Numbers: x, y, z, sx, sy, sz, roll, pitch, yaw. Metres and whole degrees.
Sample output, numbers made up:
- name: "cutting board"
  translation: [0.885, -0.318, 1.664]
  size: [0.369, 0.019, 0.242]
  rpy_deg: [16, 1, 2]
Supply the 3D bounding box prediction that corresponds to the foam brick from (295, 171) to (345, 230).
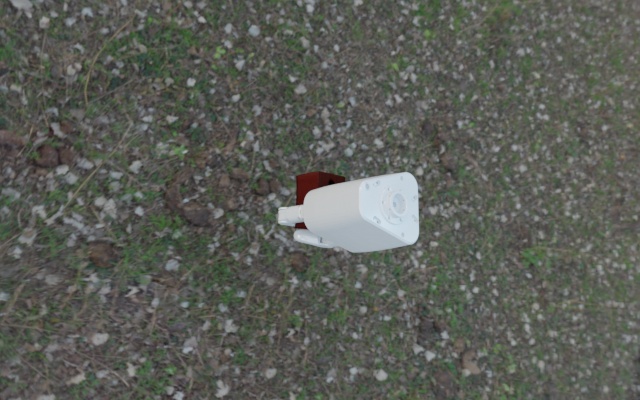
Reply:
- name: "foam brick"
  translation: [0.000, 0.002, 0.677]
  size: [0.053, 0.078, 0.051]
  rpy_deg: [10, -14, -40]
